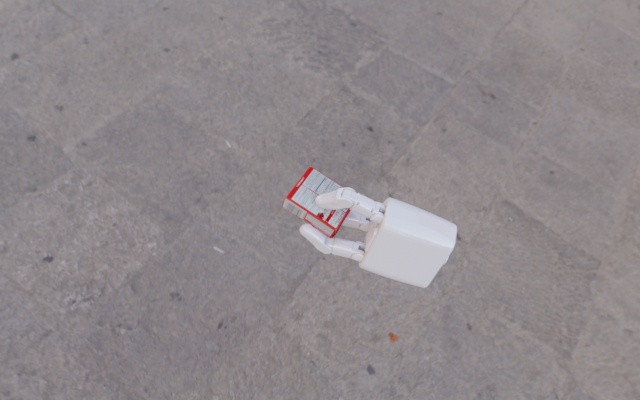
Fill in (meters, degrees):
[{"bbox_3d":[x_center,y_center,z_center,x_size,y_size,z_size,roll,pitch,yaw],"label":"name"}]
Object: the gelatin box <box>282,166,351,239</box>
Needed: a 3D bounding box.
[{"bbox_3d":[0.000,0.002,0.702,0.089,0.073,0.030,33,-35,2],"label":"gelatin box"}]
